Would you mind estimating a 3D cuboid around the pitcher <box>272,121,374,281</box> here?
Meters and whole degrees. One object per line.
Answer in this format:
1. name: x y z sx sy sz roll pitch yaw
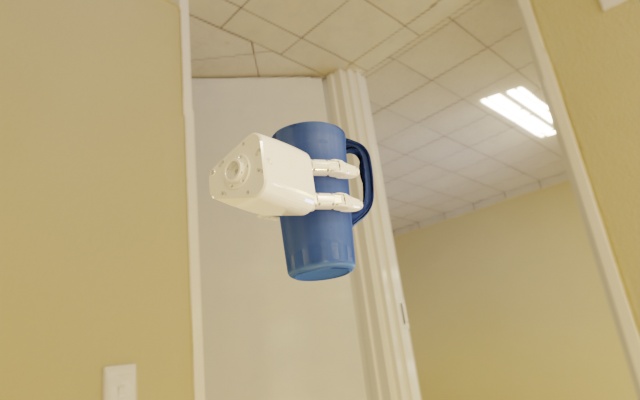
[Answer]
1. pitcher: 0.000 0.003 0.786 0.149 0.242 0.145 -19 -23 30
